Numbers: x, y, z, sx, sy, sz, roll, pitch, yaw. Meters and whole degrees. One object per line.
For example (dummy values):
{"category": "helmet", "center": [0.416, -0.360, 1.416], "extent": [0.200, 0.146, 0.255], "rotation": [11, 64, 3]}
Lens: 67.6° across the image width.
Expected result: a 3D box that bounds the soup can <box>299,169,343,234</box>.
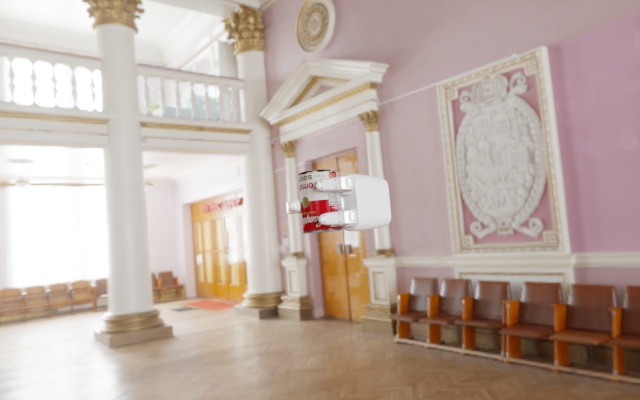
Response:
{"category": "soup can", "center": [0.000, 0.002, 0.803], "extent": [0.068, 0.102, 0.068], "rotation": [-5, -4, 0]}
